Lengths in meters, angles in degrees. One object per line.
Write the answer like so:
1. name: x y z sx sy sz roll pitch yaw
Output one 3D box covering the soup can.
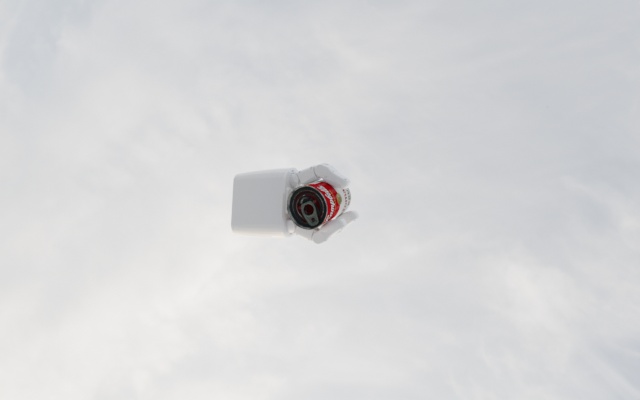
1. soup can: 0.001 0.002 0.759 0.068 0.068 0.102 0 10 25
